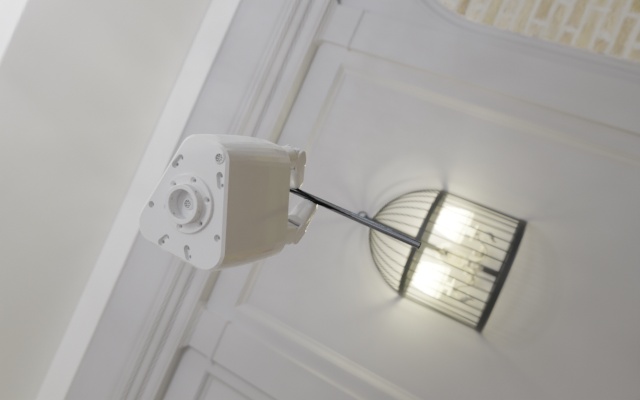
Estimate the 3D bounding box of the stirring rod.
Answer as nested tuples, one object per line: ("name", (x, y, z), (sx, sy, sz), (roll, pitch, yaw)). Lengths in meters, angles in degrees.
("stirring rod", (0.000, 0.002, 0.538), (0.239, 0.011, 0.011), (24, 8, 20))
